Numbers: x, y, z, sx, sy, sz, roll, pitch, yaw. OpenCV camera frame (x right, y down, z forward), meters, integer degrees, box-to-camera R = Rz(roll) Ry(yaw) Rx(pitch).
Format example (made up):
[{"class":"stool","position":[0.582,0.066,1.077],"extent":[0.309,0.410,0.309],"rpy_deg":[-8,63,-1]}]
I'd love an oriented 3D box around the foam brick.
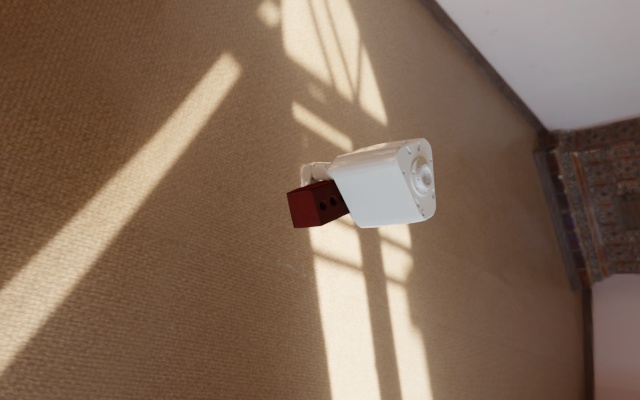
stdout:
[{"class":"foam brick","position":[0.000,0.002,0.671],"extent":[0.051,0.053,0.078],"rpy_deg":[-5,13,43]}]
